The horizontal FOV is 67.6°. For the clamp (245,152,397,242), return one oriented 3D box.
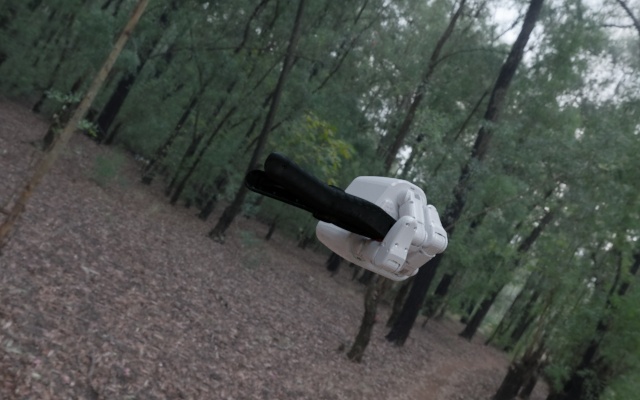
[{"bbox_3d":[0.001,0.001,0.496,0.171,0.039,0.120,29,-8,-23],"label":"clamp"}]
